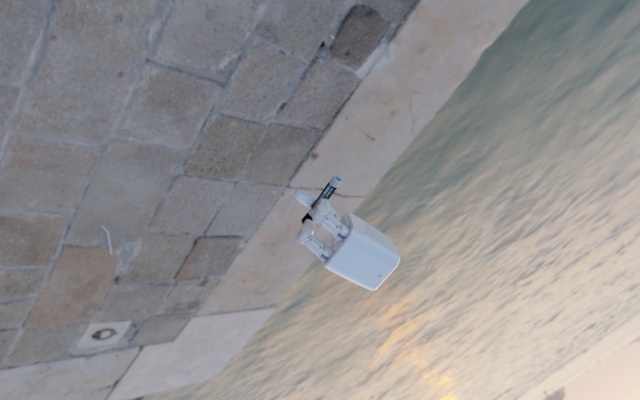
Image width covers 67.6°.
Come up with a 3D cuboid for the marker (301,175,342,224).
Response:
[{"bbox_3d":[0.000,0.003,0.877,0.020,0.121,0.020,26,31,-17],"label":"marker"}]
